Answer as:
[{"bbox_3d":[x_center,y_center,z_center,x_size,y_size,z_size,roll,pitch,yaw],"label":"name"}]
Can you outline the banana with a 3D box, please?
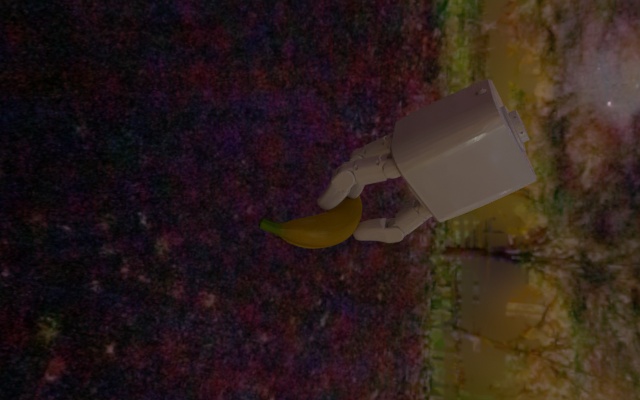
[{"bbox_3d":[0.012,0.015,0.544,0.069,0.037,0.197,44,27,12],"label":"banana"}]
